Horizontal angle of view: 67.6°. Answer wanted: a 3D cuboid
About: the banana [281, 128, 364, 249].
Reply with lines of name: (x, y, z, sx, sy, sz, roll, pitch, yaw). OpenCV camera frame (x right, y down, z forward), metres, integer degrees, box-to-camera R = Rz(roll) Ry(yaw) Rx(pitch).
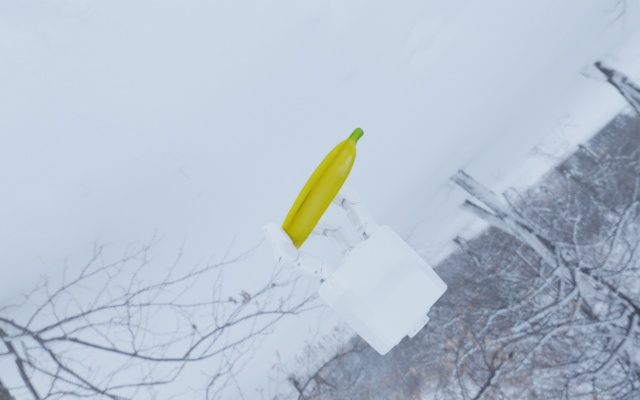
banana: (-0.006, 0.003, 0.576, 0.037, 0.198, 0.069, 40, 26, 13)
